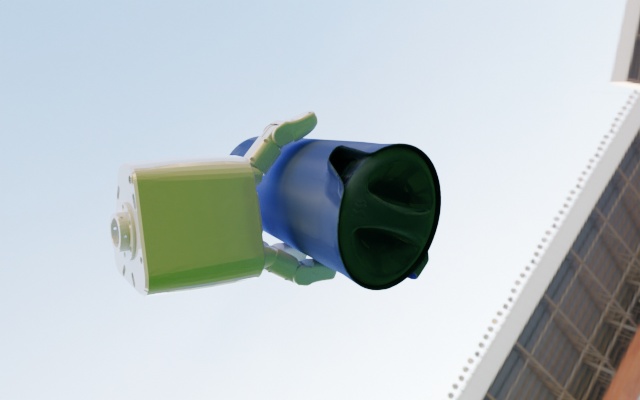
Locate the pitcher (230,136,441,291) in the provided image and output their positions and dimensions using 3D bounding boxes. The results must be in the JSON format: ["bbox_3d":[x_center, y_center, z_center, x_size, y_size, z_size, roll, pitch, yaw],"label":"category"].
[{"bbox_3d":[0.000,0.002,0.514,0.145,0.149,0.243,-9,16,-37],"label":"pitcher"}]
